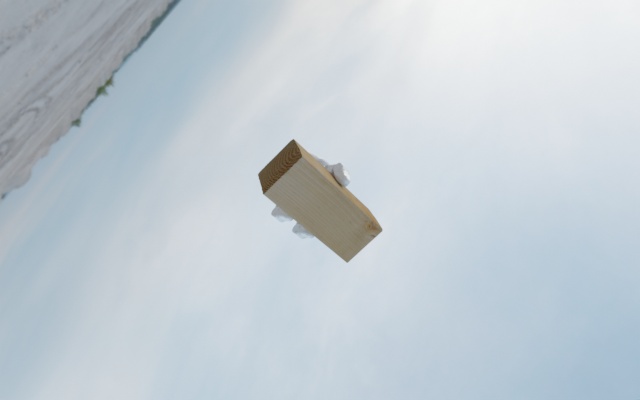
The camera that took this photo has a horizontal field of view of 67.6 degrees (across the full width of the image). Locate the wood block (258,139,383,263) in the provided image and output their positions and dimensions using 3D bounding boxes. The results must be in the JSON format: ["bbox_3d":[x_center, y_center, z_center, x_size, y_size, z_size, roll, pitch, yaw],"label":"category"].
[{"bbox_3d":[0.000,0.002,0.829,0.206,0.091,0.090,41,11,-27],"label":"wood block"}]
